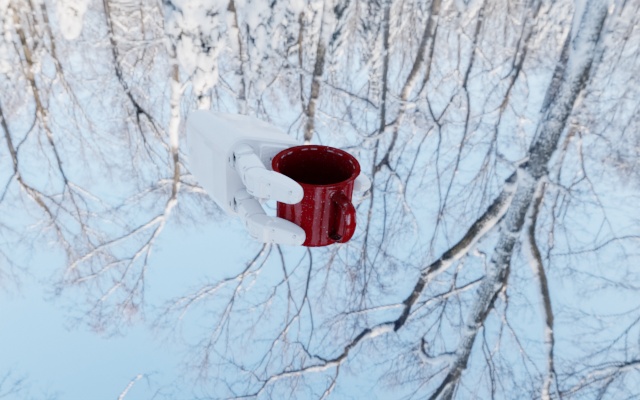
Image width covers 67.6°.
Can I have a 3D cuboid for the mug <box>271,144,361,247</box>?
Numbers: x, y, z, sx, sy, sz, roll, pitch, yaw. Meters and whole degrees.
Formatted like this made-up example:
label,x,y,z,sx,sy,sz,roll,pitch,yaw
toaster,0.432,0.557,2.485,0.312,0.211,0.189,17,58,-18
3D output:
label,x,y,z,sx,sy,sz,roll,pitch,yaw
mug,0.001,0.003,0.507,0.093,0.081,0.117,-18,39,-31
